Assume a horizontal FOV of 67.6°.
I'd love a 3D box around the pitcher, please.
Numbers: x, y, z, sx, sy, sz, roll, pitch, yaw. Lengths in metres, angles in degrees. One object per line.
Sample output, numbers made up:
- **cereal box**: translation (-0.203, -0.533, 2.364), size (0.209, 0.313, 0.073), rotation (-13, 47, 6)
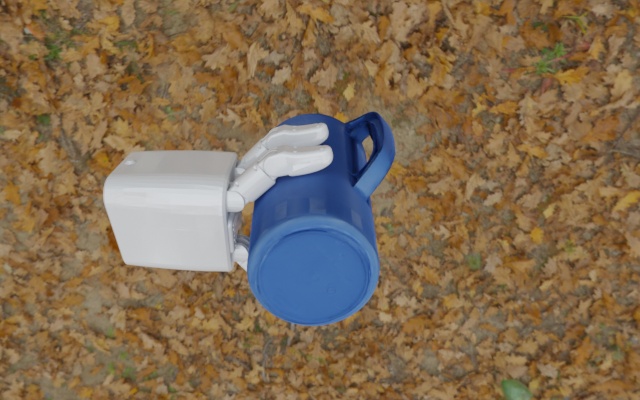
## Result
- **pitcher**: translation (0.000, 0.002, 0.481), size (0.145, 0.149, 0.242), rotation (3, 26, -3)
